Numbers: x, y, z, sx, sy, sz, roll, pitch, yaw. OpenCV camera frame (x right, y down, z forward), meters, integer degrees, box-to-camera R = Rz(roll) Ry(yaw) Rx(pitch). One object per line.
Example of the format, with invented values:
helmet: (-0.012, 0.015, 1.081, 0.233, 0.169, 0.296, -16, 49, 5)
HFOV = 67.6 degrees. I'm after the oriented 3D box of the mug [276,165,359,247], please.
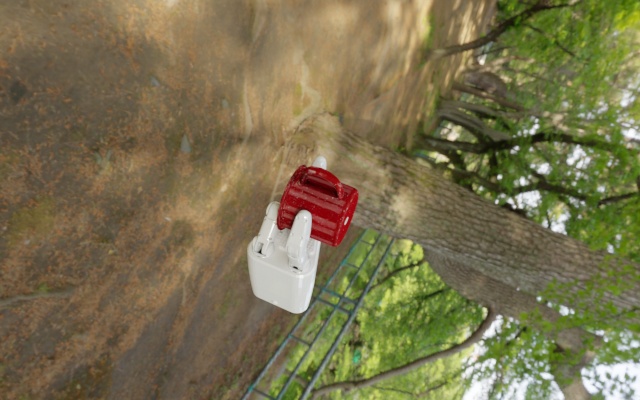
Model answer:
mug: (0.000, 0.001, 0.614, 0.081, 0.093, 0.117, 21, -40, 12)
